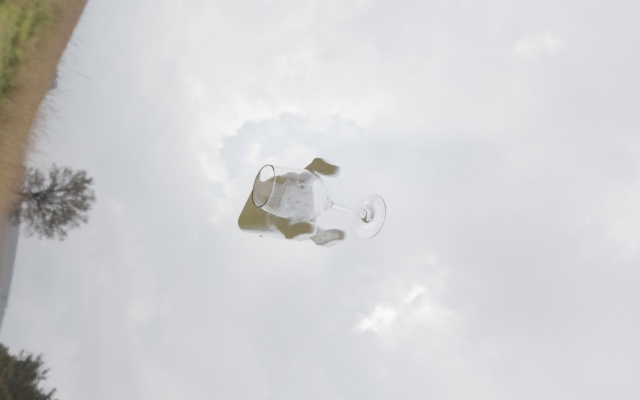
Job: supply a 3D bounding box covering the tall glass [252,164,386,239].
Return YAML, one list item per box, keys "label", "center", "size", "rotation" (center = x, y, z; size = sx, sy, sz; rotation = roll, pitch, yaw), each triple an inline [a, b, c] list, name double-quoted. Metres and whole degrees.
- label: "tall glass"
  center: [0.001, 0.002, 0.711]
  size: [0.201, 0.079, 0.079]
  rotation: [16, -9, -34]
